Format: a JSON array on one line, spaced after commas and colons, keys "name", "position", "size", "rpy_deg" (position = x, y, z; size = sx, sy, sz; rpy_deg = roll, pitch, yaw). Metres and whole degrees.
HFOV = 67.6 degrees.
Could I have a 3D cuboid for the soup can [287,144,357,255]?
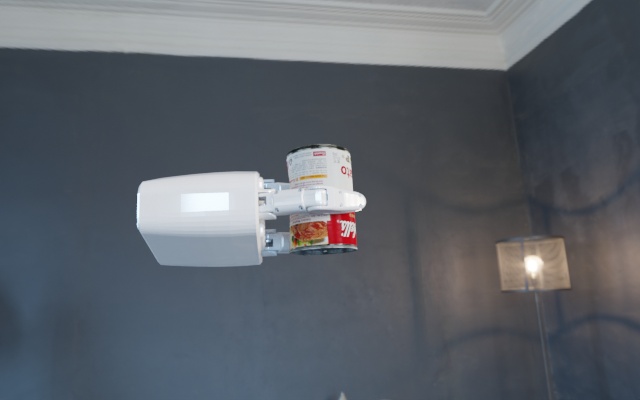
[{"name": "soup can", "position": [0.001, 0.001, 0.485], "size": [0.068, 0.102, 0.068], "rpy_deg": [-3, -12, -1]}]
